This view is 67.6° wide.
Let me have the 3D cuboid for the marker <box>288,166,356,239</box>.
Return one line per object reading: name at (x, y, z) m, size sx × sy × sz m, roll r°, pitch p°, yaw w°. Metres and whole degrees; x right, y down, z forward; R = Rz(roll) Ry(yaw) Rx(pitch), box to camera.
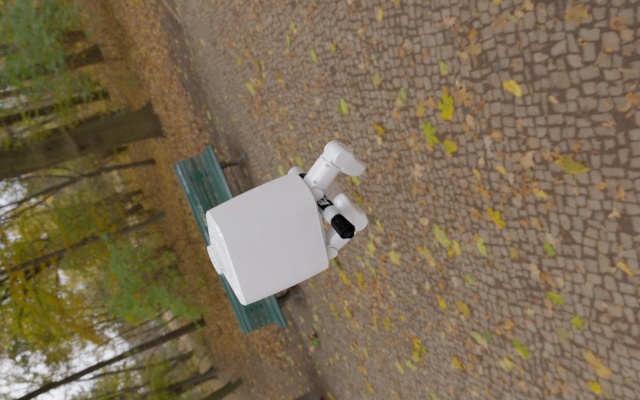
marker at (0.000, 0.002, 0.523) m, size 0.020 × 0.020 × 0.121 m, roll 0°, pitch 35°, yaw -39°
